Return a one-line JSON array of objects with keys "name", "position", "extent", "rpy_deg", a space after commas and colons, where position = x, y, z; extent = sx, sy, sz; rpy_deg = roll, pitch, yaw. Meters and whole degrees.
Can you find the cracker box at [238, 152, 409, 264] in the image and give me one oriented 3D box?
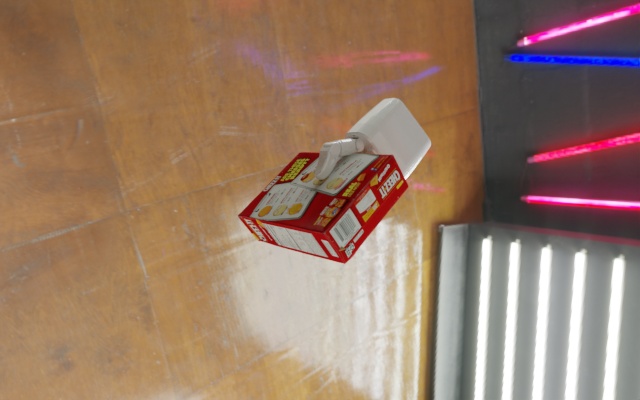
[{"name": "cracker box", "position": [0.000, 0.002, 0.727], "extent": [0.213, 0.072, 0.164], "rpy_deg": [7, 47, 49]}]
